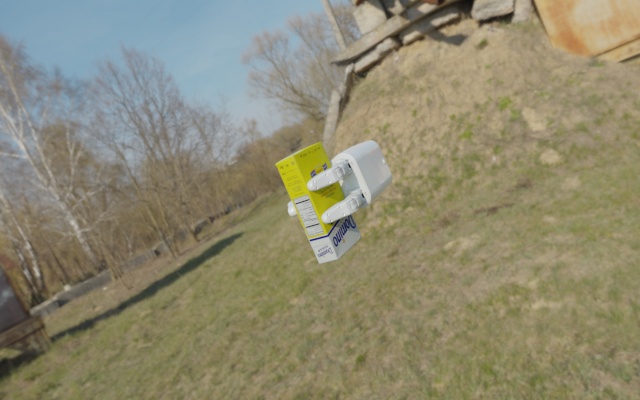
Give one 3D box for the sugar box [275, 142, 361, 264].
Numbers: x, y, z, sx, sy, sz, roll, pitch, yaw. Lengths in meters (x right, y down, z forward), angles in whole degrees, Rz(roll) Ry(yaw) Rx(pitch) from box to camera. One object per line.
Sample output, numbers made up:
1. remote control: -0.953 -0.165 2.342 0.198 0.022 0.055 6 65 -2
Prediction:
1. sugar box: 0.001 0.002 0.767 0.048 0.176 0.093 -21 9 35
